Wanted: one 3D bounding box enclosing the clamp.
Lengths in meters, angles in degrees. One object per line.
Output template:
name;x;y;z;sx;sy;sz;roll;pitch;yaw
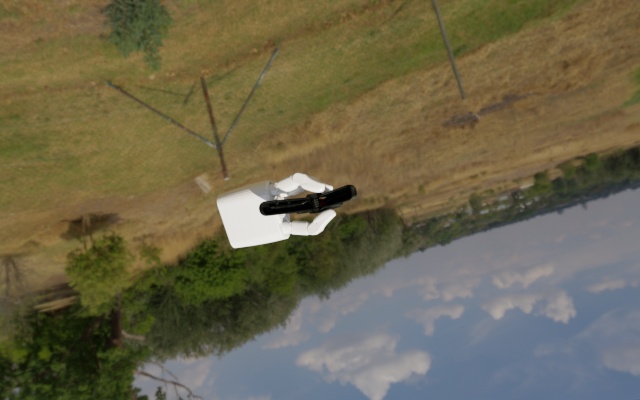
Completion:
clamp;0.000;0.004;0.867;0.164;0.036;0.210;-11;-5;15
